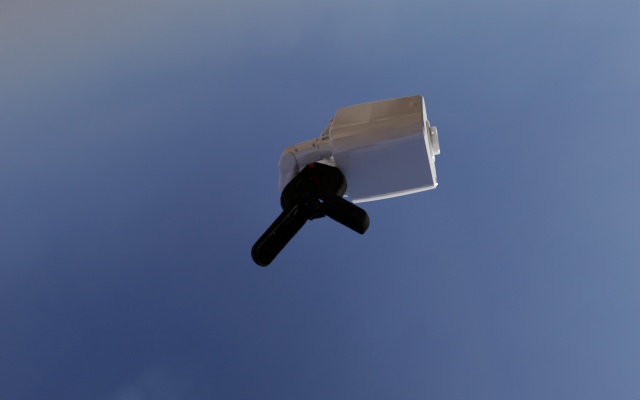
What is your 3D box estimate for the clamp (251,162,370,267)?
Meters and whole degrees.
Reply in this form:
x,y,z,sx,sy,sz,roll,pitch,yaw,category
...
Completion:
x,y,z,sx,sy,sz,roll,pitch,yaw,category
0.000,0.002,0.512,0.120,0.039,0.171,-10,31,17,clamp
